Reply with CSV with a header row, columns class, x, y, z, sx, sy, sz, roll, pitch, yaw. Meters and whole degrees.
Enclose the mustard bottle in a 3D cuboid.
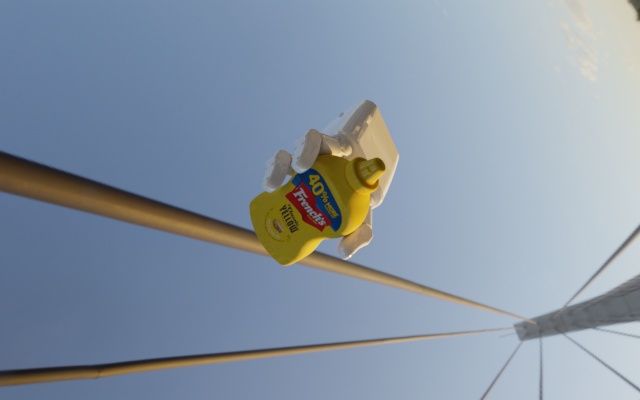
class,x,y,z,sx,sy,sz,roll,pitch,yaw
mustard bottle,0.000,0.002,0.555,0.192,0.096,0.058,-32,-7,39
